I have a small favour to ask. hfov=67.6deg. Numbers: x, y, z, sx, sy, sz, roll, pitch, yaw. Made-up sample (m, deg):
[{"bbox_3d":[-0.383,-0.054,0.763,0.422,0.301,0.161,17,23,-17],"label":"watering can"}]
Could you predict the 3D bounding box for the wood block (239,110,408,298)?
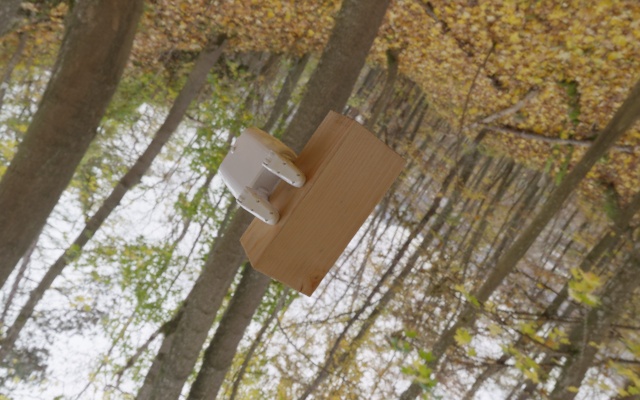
[{"bbox_3d":[0.000,0.002,0.600,0.091,0.206,0.090,33,5,-28],"label":"wood block"}]
